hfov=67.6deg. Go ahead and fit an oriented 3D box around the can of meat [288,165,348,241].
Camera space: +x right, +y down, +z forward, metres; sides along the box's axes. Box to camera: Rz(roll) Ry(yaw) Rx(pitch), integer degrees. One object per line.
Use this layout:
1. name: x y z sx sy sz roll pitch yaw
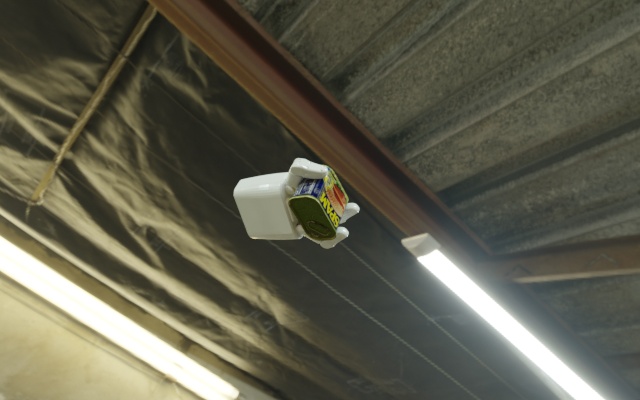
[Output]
1. can of meat: 0.000 0.002 0.800 0.057 0.102 0.084 -6 41 30
